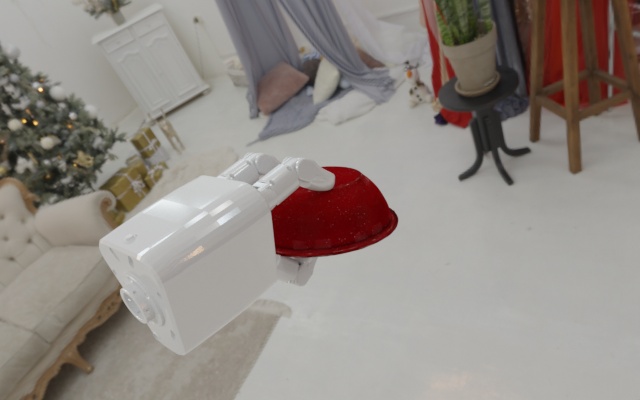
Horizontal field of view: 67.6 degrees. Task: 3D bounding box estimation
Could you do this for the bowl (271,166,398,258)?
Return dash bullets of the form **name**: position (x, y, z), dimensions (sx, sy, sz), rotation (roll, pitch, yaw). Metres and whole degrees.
- **bowl**: position (0.001, 0.001, 0.507), dimensions (0.162, 0.055, 0.162), rotation (-6, 18, 2)
